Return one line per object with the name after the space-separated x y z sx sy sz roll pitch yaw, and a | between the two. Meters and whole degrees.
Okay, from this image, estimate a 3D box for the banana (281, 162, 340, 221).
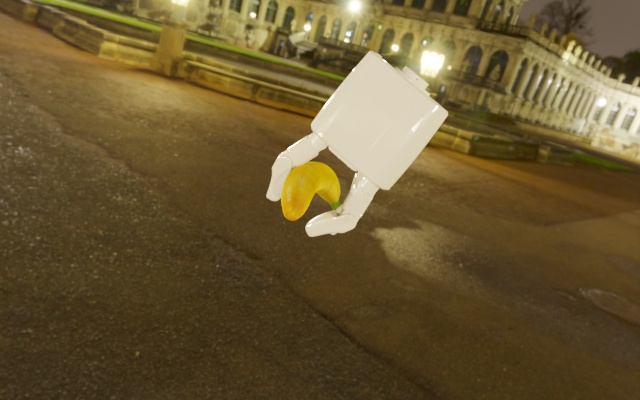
-0.007 -0.015 0.573 0.037 0.069 0.198 -28 -8 17 | banana
